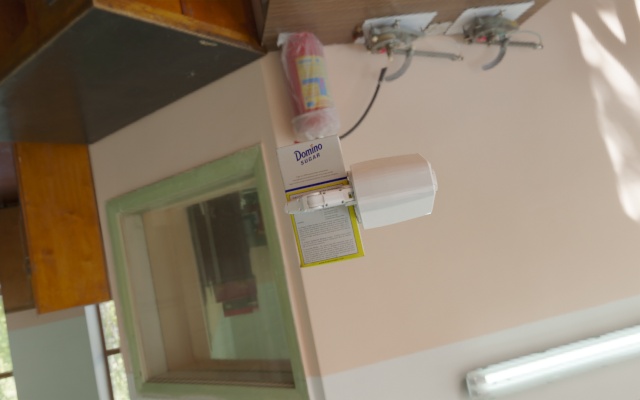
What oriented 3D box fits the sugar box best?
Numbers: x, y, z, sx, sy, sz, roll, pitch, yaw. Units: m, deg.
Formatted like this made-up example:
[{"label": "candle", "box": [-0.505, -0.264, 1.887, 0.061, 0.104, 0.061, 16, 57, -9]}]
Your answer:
[{"label": "sugar box", "box": [0.000, 0.002, 0.687, 0.093, 0.176, 0.048, -12, -4, 5]}]
